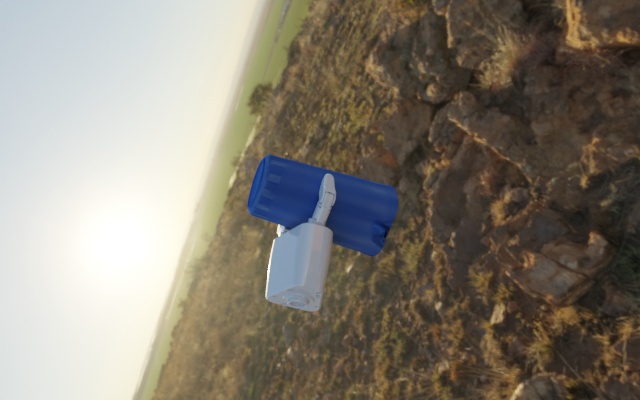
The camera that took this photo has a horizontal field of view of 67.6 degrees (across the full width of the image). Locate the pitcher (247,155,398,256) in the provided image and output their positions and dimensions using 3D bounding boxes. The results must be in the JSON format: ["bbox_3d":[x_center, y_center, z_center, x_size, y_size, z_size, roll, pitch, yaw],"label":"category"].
[{"bbox_3d":[0.000,0.003,0.845,0.243,0.145,0.149,17,-33,-15],"label":"pitcher"}]
